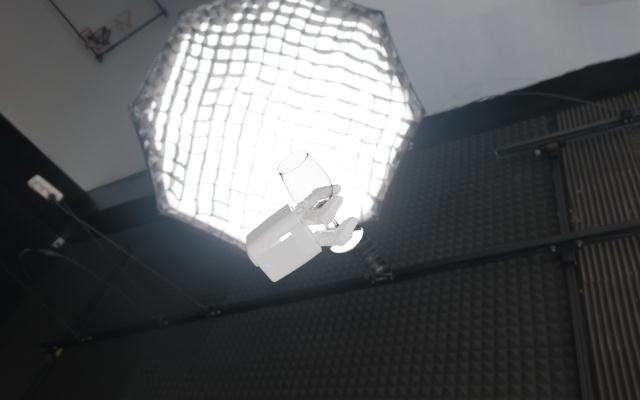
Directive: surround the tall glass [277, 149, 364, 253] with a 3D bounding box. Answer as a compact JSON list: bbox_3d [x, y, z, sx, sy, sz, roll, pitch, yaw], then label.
[{"bbox_3d":[0.001,0.003,0.861,0.079,0.201,0.079,-24,33,17],"label":"tall glass"}]
